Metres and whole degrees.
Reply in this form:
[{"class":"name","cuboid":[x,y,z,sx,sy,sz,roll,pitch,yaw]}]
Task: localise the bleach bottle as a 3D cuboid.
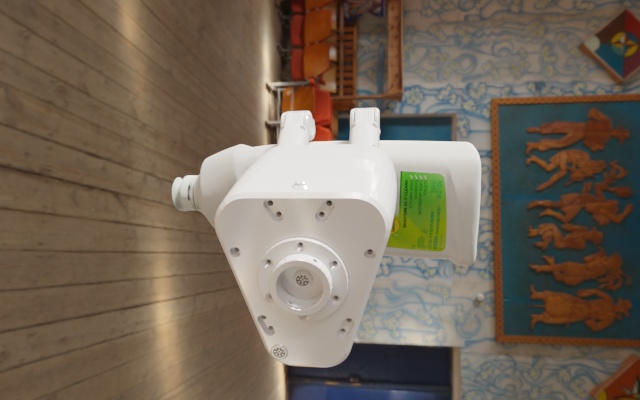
[{"class":"bleach bottle","cuboid":[0.000,0.001,0.405,0.251,0.103,0.068,0,19,8]}]
